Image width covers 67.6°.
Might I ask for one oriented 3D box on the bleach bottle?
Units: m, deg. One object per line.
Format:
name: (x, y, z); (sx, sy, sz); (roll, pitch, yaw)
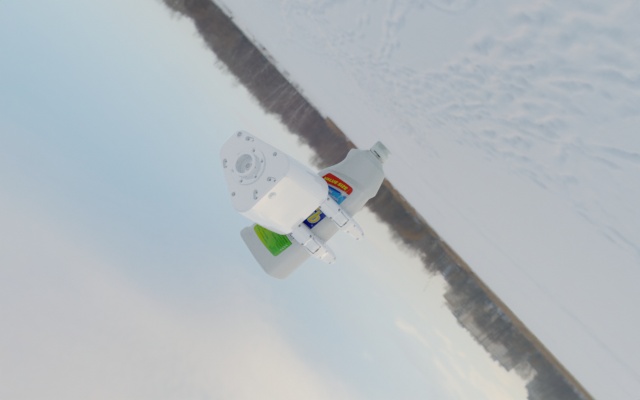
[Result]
bleach bottle: (0.000, 0.002, 0.716); (0.102, 0.251, 0.068); (51, 9, 29)
